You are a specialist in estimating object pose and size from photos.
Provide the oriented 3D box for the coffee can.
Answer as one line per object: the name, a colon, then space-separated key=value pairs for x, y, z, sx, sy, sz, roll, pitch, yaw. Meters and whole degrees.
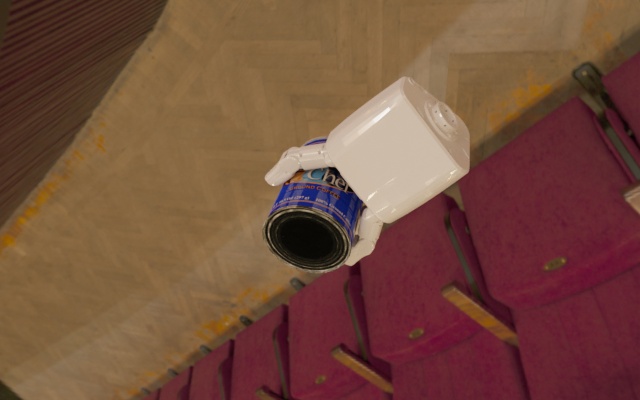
coffee can: x=0.000 y=0.002 z=0.580 sx=0.103 sy=0.103 sz=0.140 roll=0 pitch=39 yaw=17
